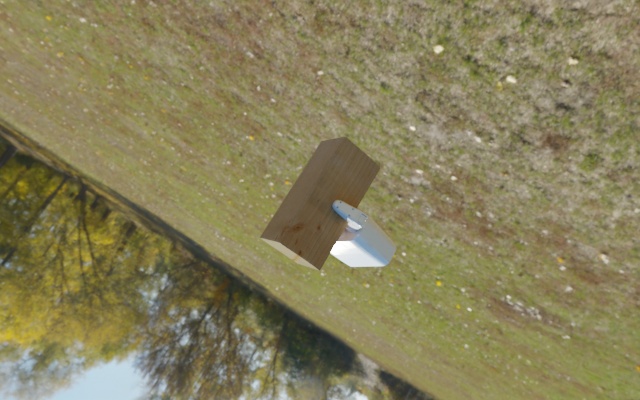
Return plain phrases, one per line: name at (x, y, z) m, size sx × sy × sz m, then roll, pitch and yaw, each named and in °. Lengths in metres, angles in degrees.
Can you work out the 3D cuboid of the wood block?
wood block at (0.000, 0.003, 0.811) m, size 0.090 × 0.206 × 0.091 m, roll 38°, pitch -15°, yaw -24°
